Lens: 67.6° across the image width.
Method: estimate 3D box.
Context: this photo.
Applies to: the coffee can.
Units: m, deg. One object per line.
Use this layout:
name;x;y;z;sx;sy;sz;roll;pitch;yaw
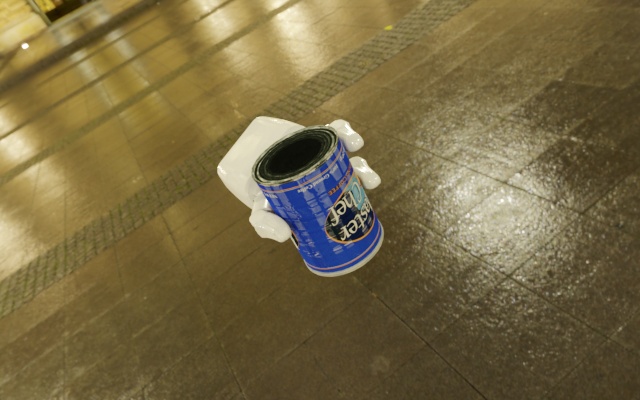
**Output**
coffee can;0.000;0.002;0.540;0.103;0.140;0.102;-20;33;14
